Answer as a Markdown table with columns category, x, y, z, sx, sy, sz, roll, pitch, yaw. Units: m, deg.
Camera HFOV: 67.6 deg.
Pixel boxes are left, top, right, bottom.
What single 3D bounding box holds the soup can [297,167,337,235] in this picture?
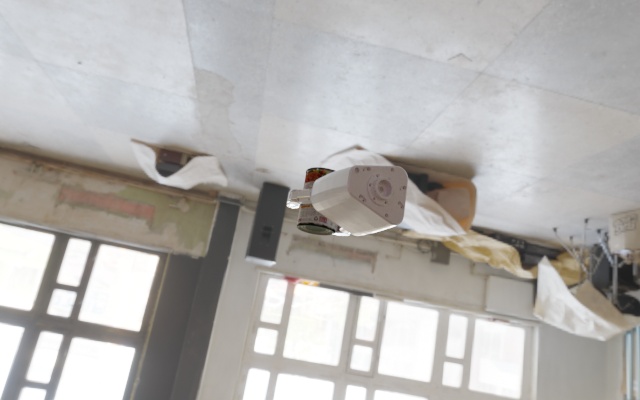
| category | x | y | z | sx | sy | sz | roll | pitch | yaw |
| --- | --- | --- | --- | --- | --- | --- | --- | --- | --- |
| soup can | 0.000 | 0.003 | 0.818 | 0.068 | 0.102 | 0.068 | 9 | -16 | 3 |
